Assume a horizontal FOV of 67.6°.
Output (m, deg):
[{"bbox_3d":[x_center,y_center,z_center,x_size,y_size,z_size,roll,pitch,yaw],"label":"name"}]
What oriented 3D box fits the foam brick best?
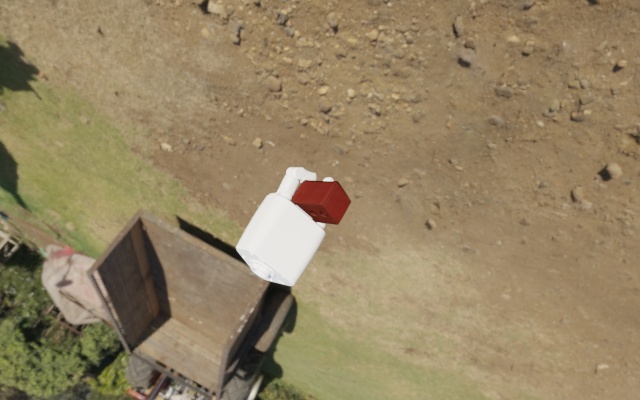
[{"bbox_3d":[0.000,0.002,0.783,0.078,0.051,0.053,4,-38,43],"label":"foam brick"}]
